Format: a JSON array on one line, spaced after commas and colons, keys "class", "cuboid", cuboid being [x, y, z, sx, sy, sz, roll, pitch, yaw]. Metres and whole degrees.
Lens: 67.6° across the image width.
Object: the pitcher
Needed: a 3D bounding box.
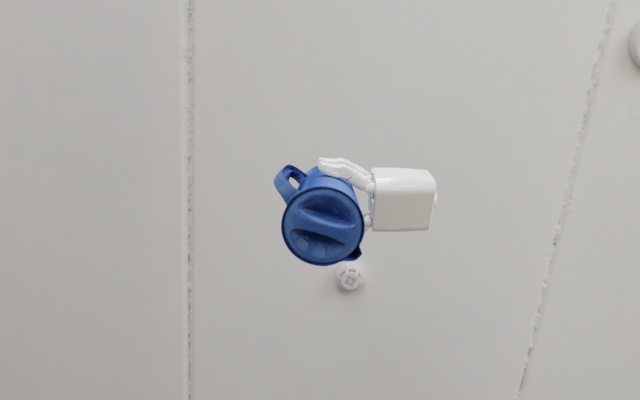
[{"class": "pitcher", "cuboid": [0.000, 0.003, 0.859, 0.145, 0.149, 0.242, -1, 17, 2]}]
